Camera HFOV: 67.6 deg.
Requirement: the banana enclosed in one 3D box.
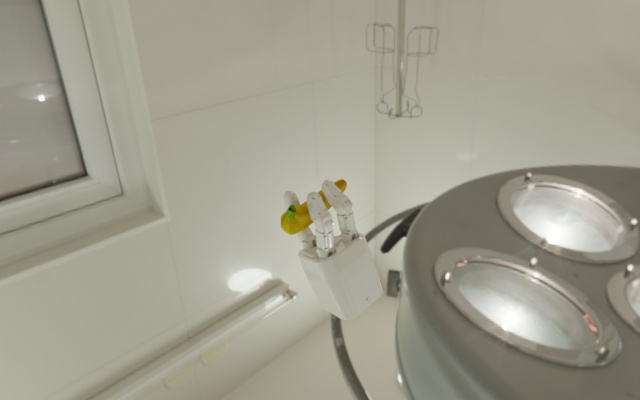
[{"bbox_3d":[-0.014,0.014,0.759,0.070,0.037,0.197,-40,-3,29],"label":"banana"}]
